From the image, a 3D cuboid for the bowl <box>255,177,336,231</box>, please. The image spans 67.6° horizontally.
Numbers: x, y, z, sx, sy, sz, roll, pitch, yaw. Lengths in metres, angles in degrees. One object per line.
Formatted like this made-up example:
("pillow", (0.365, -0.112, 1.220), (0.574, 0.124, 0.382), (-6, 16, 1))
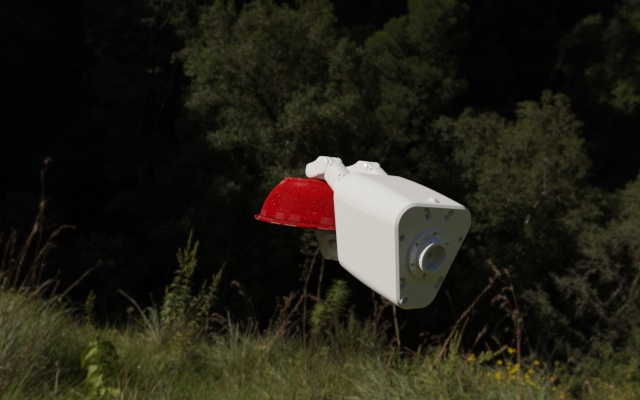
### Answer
("bowl", (-0.001, 0.001, 0.603), (0.162, 0.055, 0.162), (5, 2, 0))
